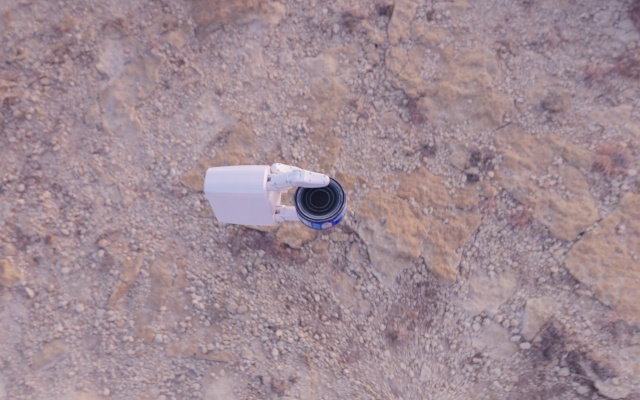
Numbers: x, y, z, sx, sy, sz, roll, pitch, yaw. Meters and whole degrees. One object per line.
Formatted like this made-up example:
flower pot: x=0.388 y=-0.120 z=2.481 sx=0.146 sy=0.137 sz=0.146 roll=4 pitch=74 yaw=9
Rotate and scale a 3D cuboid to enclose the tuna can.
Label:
tuna can: x=0.000 y=0.002 z=0.771 sx=0.086 sy=0.086 sz=0.034 roll=0 pitch=-25 yaw=5
